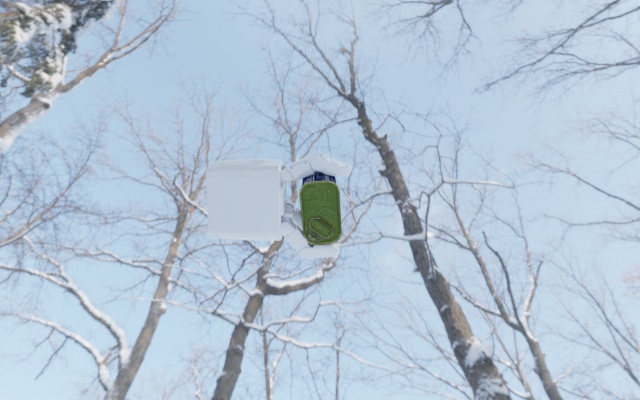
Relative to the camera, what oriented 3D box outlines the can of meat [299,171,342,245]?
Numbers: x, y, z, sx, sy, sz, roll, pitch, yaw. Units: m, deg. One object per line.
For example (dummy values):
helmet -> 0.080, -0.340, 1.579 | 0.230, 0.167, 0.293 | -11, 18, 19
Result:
can of meat -> 0.000, 0.002, 0.719 | 0.057, 0.102, 0.084 | -4, 25, 1
